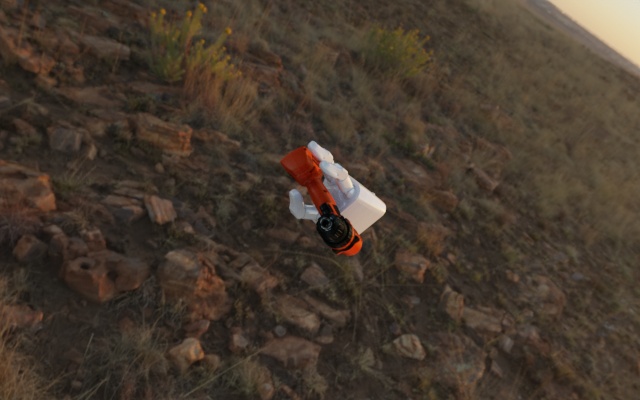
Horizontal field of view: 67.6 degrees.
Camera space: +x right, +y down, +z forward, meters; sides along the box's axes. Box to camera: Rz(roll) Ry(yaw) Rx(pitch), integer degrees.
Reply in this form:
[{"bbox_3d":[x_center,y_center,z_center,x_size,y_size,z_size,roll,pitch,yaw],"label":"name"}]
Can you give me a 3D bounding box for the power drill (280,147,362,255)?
[{"bbox_3d":[0.000,0.002,0.812,0.057,0.187,0.184,-30,-21,4],"label":"power drill"}]
